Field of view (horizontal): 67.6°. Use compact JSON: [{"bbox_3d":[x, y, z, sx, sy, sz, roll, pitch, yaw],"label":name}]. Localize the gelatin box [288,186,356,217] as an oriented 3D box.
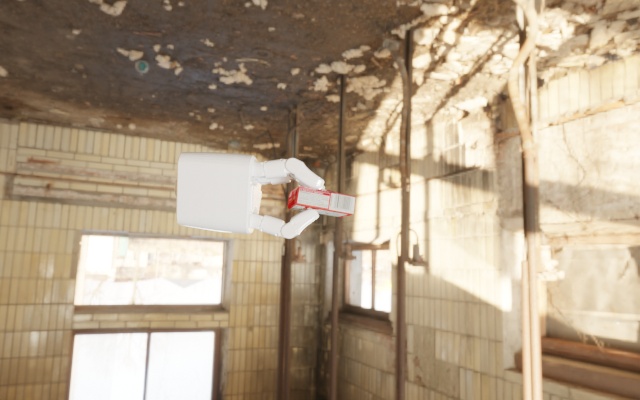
[{"bbox_3d":[0.000,0.003,0.704,0.089,0.030,0.073,10,-7,-10],"label":"gelatin box"}]
